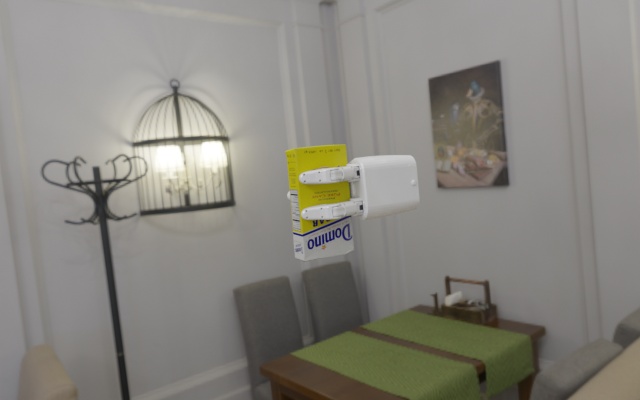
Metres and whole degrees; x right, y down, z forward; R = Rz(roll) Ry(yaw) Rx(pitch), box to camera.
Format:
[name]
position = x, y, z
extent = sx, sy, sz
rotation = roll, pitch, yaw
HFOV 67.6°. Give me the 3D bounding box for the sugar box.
[sugar box]
position = 0.000, 0.002, 0.760
extent = 0.093, 0.176, 0.048
rotation = -8, 4, -26
